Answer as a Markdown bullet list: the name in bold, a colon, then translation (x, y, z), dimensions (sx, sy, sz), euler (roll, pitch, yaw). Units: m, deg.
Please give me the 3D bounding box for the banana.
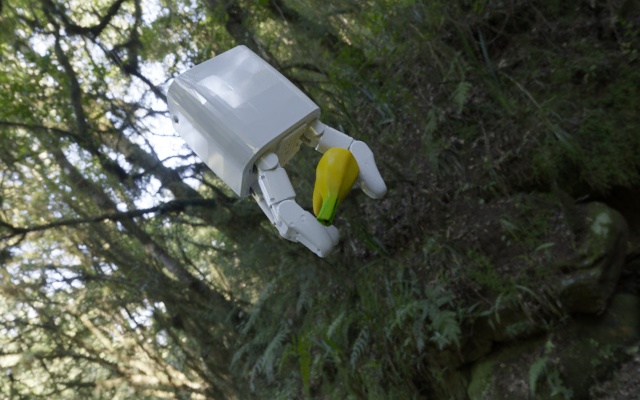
- **banana**: translation (0.010, -0.015, 0.459), dimensions (0.037, 0.069, 0.198), euler (30, -1, 2)
